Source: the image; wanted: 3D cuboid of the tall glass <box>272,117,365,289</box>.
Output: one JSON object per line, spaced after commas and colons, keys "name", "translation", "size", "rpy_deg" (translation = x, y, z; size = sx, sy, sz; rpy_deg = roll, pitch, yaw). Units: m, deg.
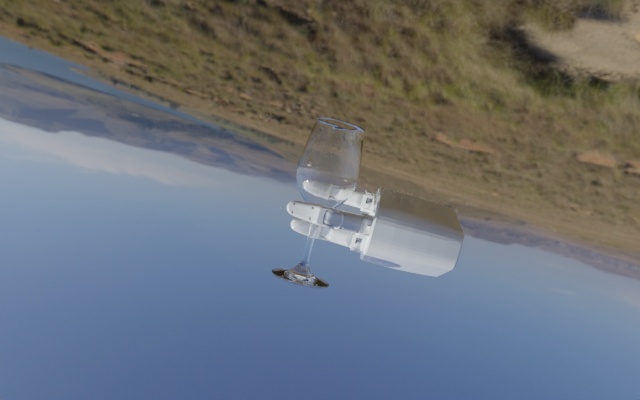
{"name": "tall glass", "translation": [0.000, 0.003, 0.595], "size": [0.079, 0.201, 0.079], "rpy_deg": [14, 2, -1]}
